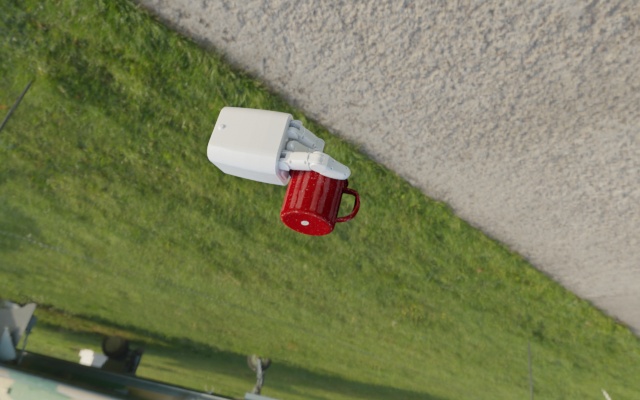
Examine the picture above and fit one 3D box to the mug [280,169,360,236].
[{"bbox_3d":[0.001,0.003,0.706,0.117,0.081,0.093,10,-27,10],"label":"mug"}]
